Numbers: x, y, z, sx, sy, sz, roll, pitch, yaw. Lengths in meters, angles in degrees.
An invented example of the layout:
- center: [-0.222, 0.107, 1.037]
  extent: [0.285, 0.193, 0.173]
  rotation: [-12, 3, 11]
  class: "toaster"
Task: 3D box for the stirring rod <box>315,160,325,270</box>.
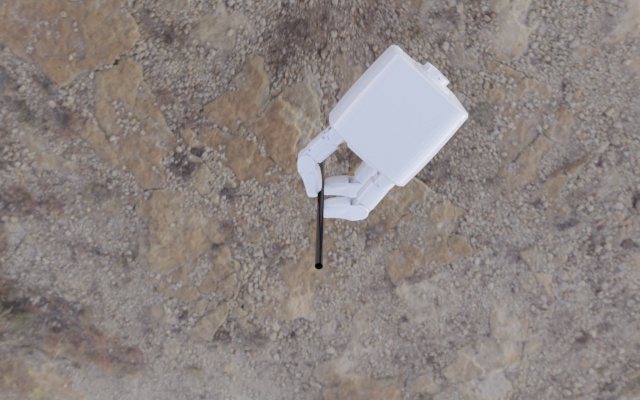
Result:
- center: [0.000, 0.002, 0.559]
  extent: [0.011, 0.011, 0.239]
  rotation: [0, 31, 1]
  class: "stirring rod"
